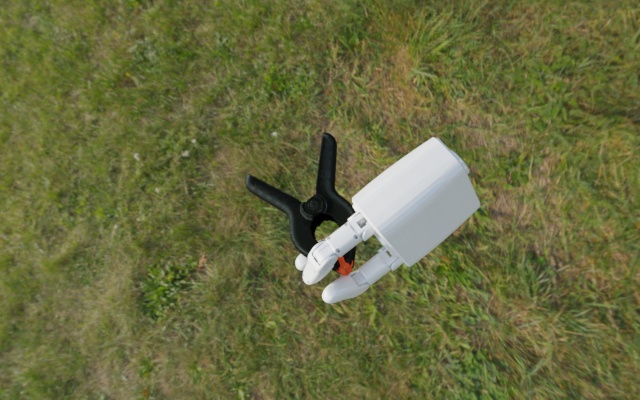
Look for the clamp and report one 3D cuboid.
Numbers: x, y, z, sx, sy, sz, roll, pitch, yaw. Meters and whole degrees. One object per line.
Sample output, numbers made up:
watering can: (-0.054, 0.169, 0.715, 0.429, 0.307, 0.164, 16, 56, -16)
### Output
clamp: (0.000, 0.002, 0.547, 0.120, 0.171, 0.039, -39, -23, 3)
